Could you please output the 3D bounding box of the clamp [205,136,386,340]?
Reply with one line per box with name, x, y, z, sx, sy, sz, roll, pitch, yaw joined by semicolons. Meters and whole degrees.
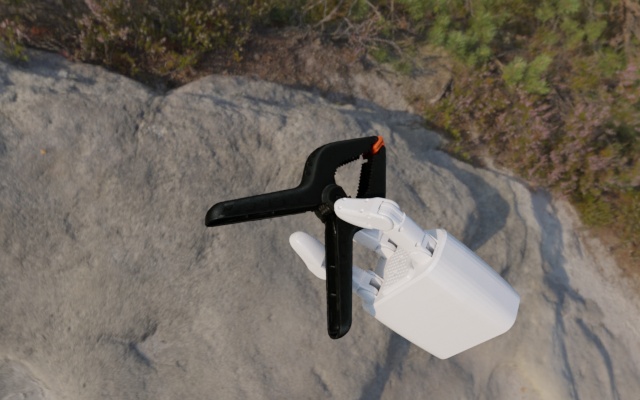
clamp;0.001;0.001;0.463;0.164;0.210;0.036;39;-32;-14
